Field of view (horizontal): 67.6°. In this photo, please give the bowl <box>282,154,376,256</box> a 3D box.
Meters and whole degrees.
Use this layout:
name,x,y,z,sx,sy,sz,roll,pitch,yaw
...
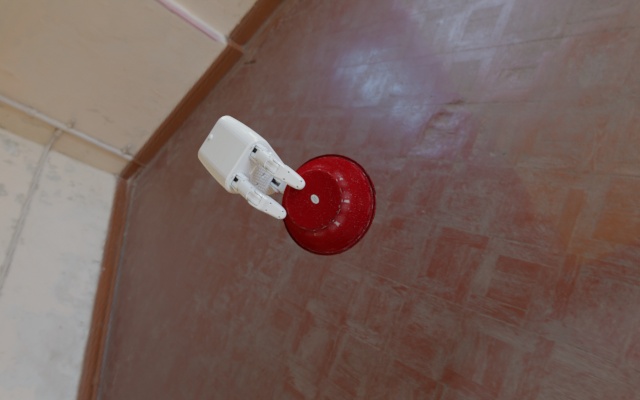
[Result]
name,x,y,z,sx,sy,sz,roll,pitch,yaw
bowl,0.001,0.003,0.725,0.162,0.162,0.055,0,-8,24
